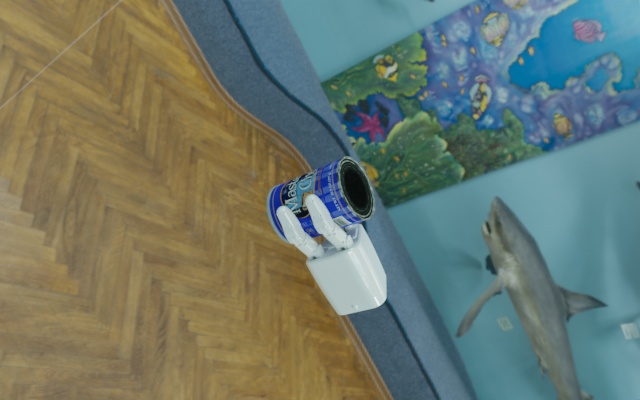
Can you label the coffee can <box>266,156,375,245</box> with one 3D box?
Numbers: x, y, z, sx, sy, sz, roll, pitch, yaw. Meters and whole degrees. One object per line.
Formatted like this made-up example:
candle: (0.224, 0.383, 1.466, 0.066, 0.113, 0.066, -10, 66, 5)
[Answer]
coffee can: (0.000, 0.002, 0.756, 0.140, 0.103, 0.103, -21, -11, 31)
